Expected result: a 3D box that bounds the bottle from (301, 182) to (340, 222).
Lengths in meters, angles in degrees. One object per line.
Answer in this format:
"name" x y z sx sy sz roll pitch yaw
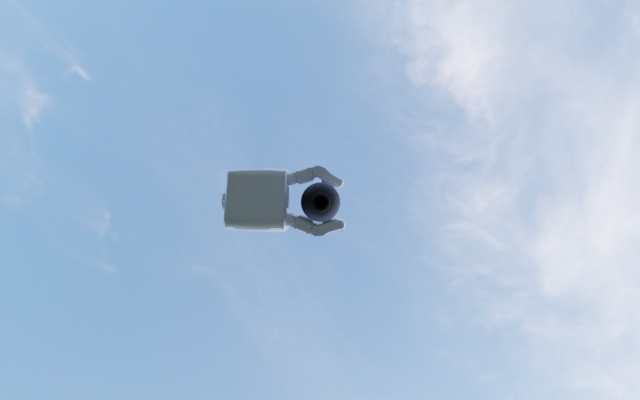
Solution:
"bottle" 0.000 0.003 0.835 0.069 0.069 0.295 0 0 0
